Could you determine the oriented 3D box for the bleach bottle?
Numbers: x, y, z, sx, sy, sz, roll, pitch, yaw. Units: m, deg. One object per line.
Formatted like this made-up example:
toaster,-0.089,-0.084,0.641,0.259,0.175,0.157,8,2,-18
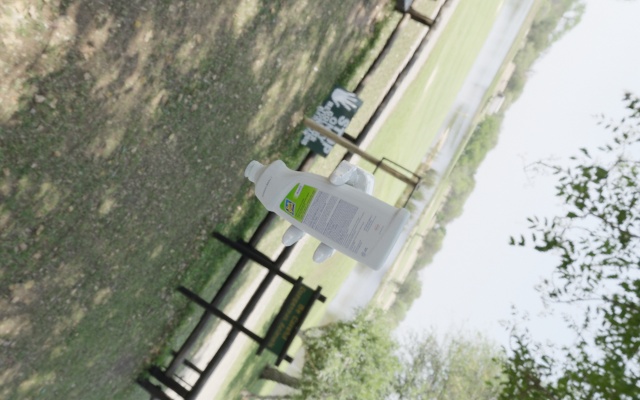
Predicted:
bleach bottle,0.000,0.002,0.716,0.251,0.102,0.068,29,9,13
